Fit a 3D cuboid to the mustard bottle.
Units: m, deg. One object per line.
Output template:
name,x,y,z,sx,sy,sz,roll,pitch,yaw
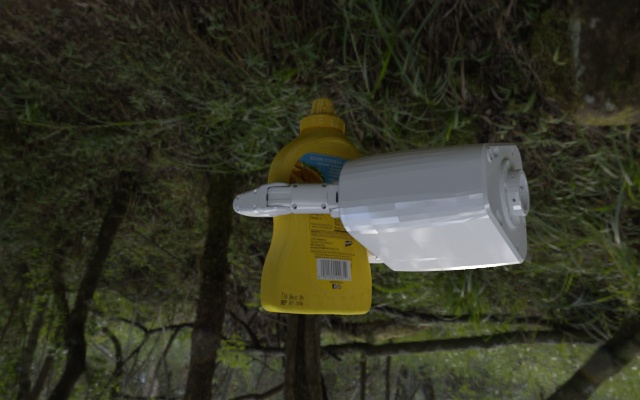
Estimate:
mustard bottle,0.000,0.002,0.421,0.096,0.191,0.058,9,-14,-29
